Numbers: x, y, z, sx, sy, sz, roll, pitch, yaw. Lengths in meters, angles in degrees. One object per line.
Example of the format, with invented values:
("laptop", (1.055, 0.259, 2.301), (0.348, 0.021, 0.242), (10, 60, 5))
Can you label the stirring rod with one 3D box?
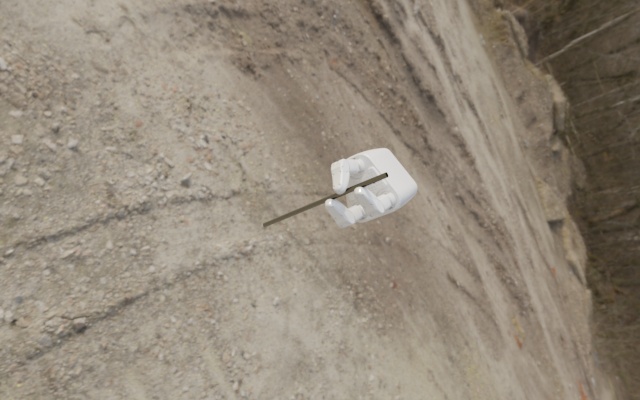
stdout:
("stirring rod", (0.000, 0.002, 0.744), (0.239, 0.011, 0.011), (-22, -12, 31))
